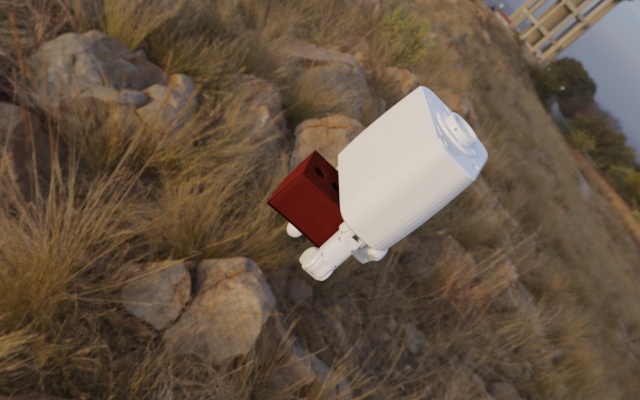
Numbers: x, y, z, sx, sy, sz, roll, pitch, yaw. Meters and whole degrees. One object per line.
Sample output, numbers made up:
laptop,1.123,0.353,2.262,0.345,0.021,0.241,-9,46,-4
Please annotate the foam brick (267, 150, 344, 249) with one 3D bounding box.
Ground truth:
foam brick,0.000,0.001,0.457,0.051,0.078,0.053,-41,14,32
